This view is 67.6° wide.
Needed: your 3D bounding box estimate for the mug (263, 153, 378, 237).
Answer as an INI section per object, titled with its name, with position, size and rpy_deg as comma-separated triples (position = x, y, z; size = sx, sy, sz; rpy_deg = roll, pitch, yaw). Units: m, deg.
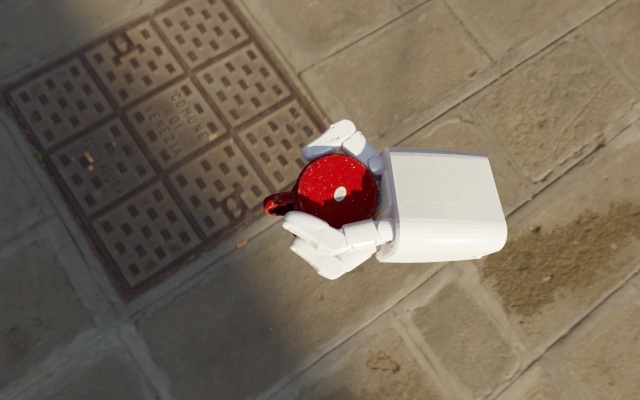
[mug]
position = -0.001, 0.001, 0.490
size = 0.117, 0.093, 0.081
rpy_deg = 1, -15, -7
